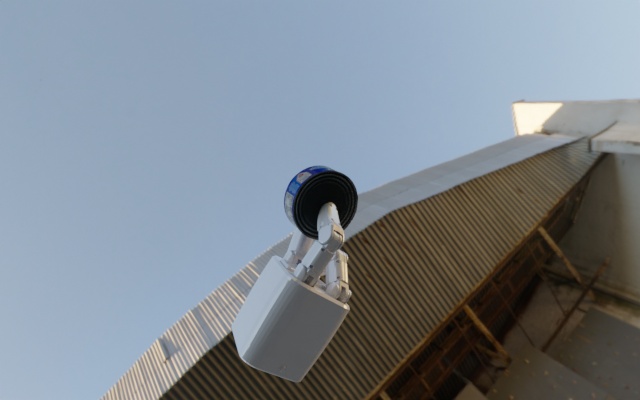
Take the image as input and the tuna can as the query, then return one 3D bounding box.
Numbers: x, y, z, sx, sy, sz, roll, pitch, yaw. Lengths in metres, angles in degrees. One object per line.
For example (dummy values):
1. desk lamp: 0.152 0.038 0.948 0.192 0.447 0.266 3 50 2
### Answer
1. tuna can: 0.000 0.002 0.575 0.086 0.086 0.033 0 17 -27
